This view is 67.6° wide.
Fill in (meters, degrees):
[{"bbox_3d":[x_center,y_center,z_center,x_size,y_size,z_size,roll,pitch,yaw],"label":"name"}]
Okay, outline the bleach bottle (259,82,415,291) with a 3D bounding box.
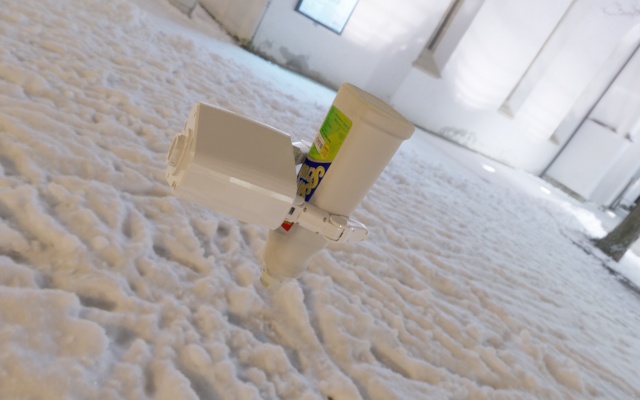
[{"bbox_3d":[0.000,0.002,0.530,0.068,0.251,0.102,20,21,-27],"label":"bleach bottle"}]
